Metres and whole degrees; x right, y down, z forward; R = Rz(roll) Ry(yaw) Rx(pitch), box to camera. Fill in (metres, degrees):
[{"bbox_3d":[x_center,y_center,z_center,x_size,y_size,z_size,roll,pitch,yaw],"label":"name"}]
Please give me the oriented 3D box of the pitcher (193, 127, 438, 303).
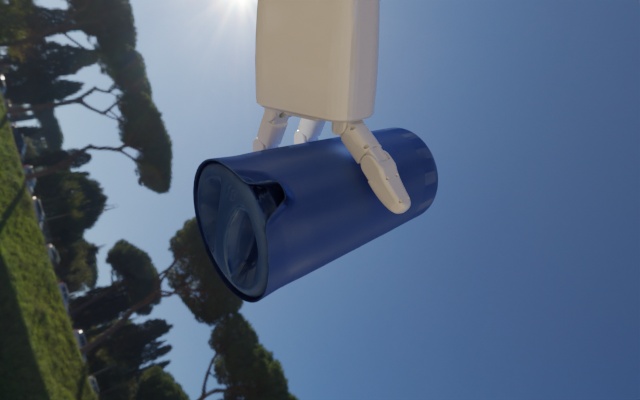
[{"bbox_3d":[0.000,0.001,0.497,0.243,0.145,0.149,-18,31,-35],"label":"pitcher"}]
